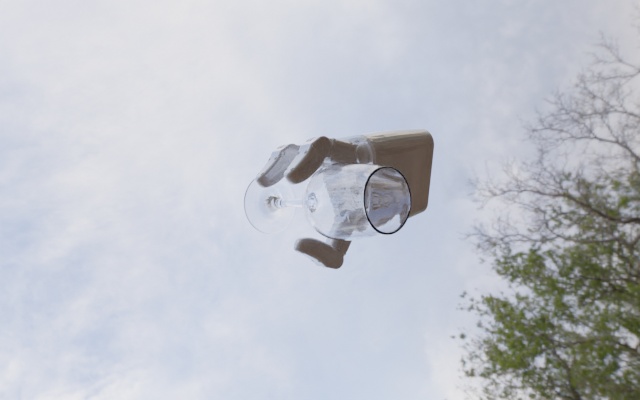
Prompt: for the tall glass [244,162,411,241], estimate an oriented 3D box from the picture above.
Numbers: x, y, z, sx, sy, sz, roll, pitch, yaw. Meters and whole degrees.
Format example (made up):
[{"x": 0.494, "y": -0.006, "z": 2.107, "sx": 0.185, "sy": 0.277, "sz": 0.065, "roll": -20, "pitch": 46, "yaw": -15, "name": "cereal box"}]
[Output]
[{"x": 0.000, "y": 0.002, "z": 0.504, "sx": 0.079, "sy": 0.079, "sz": 0.201, "roll": 0, "pitch": -1, "yaw": -37, "name": "tall glass"}]
